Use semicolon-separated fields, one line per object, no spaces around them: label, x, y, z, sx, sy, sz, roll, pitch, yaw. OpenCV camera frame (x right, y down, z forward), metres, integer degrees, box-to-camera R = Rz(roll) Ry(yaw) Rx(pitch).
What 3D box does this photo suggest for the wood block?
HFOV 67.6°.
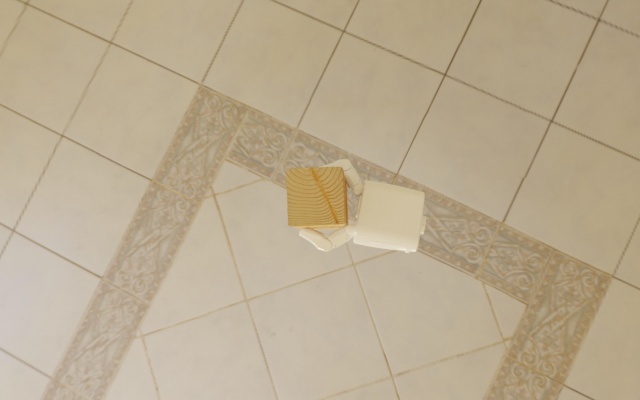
wood block;0.001;0.002;0.827;0.090;0.091;0.206;-3;-6;4
